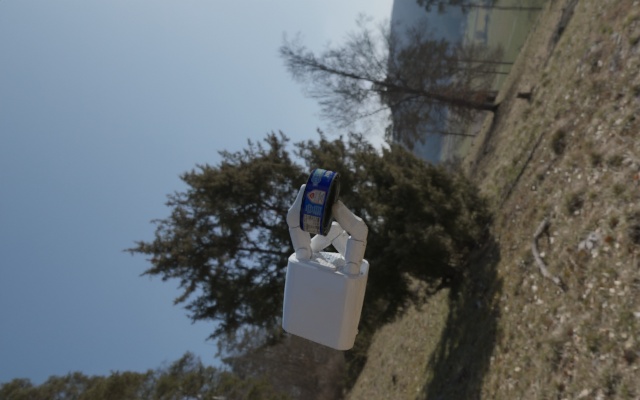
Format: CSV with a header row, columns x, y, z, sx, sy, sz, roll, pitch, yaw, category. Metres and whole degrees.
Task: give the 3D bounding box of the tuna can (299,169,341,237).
x,y,z,sx,sy,sz,roll,pitch,yaw,category
0.000,0.002,0.624,0.034,0.086,0.086,12,2,10,tuna can
